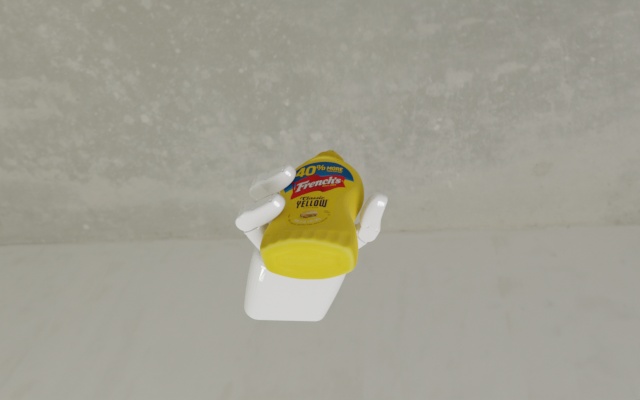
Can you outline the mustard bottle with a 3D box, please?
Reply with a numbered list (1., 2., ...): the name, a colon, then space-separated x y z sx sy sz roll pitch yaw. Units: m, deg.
1. mustard bottle: 0.000 0.002 0.538 0.096 0.058 0.191 -3 37 13
